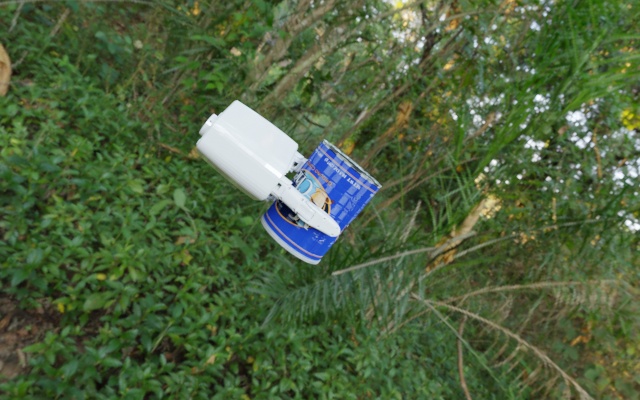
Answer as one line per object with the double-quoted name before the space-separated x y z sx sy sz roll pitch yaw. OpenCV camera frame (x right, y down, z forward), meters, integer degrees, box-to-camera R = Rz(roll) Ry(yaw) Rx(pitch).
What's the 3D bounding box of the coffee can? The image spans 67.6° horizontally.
"coffee can" 0.000 0.002 0.658 0.103 0.140 0.103 38 9 -7
